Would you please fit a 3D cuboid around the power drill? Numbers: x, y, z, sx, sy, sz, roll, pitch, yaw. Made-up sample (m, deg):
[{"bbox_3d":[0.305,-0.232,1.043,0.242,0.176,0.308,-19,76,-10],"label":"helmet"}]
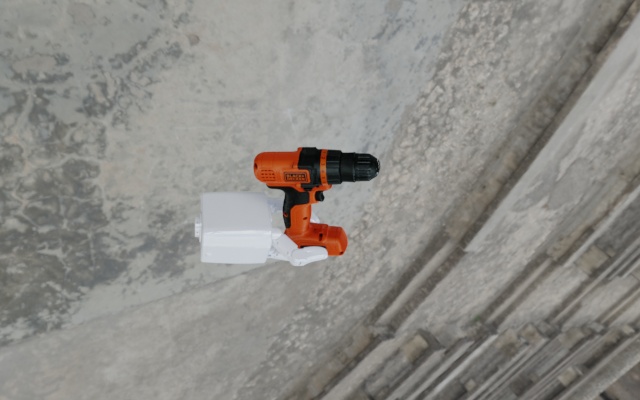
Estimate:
[{"bbox_3d":[0.000,0.003,0.735,0.184,0.188,0.057,2,39,10],"label":"power drill"}]
